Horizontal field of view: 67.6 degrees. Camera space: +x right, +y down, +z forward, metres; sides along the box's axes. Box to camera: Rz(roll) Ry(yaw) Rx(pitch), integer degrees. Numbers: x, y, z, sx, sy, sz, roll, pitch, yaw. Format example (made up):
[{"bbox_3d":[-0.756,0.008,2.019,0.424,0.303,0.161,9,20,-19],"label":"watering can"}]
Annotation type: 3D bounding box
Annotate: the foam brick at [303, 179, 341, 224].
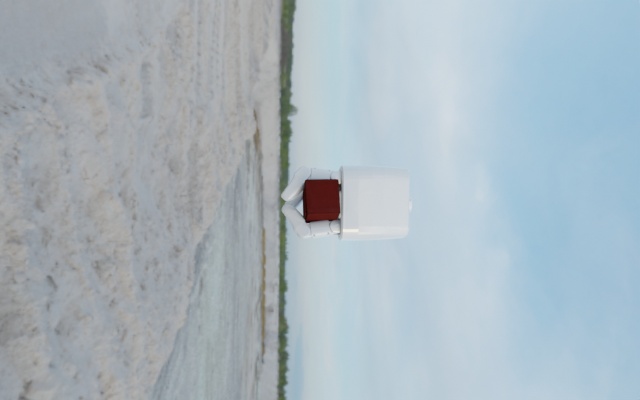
[{"bbox_3d":[0.000,0.002,0.726,0.051,0.053,0.078,-1,-13,-5],"label":"foam brick"}]
